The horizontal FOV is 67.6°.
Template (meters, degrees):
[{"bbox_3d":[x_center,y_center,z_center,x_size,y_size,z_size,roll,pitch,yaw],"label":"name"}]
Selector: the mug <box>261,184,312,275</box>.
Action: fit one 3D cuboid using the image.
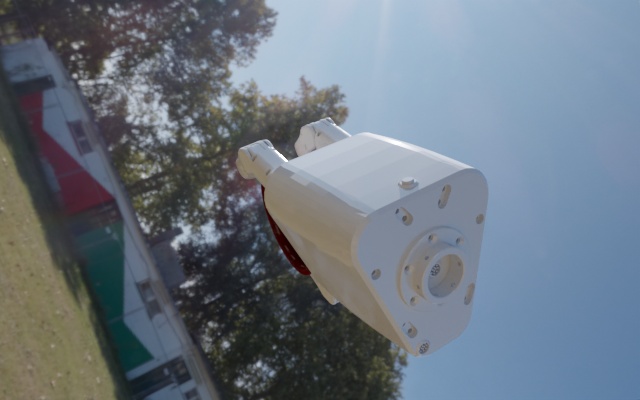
[{"bbox_3d":[0.000,0.001,0.417,0.081,0.093,0.117,-22,26,-21],"label":"mug"}]
